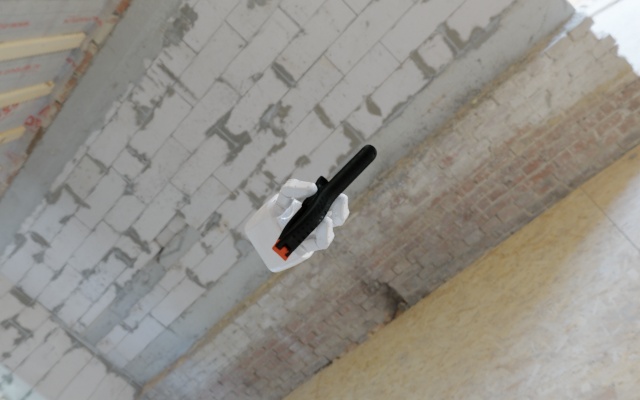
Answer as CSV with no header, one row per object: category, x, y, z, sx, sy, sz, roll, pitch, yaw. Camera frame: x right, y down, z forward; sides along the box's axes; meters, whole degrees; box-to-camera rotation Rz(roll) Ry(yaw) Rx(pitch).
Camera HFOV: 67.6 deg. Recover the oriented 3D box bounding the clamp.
clamp,-0.001,0.002,0.727,0.165,0.036,0.210,-36,15,51
